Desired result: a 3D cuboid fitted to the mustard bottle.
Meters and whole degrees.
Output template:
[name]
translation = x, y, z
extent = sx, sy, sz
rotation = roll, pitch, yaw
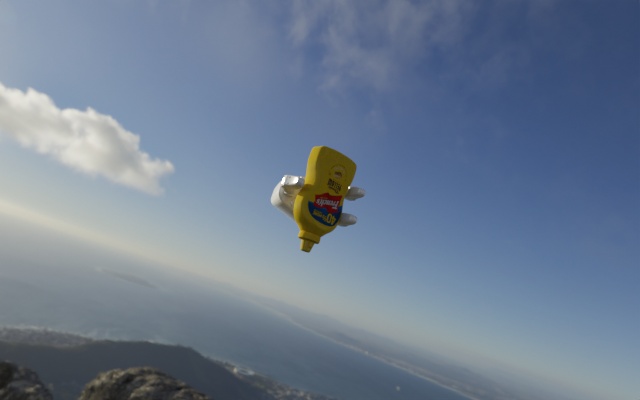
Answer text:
[mustard bottle]
translation = 0.000, 0.003, 0.882
extent = 0.096, 0.191, 0.058
rotation = 27, -15, -37
